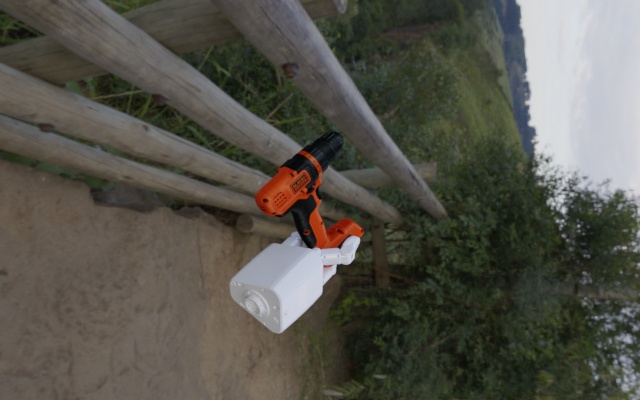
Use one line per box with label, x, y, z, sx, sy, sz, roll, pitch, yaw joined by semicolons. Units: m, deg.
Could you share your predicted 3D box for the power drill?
power drill;0.000;0.003;0.791;0.184;0.188;0.057;-43;31;-21
